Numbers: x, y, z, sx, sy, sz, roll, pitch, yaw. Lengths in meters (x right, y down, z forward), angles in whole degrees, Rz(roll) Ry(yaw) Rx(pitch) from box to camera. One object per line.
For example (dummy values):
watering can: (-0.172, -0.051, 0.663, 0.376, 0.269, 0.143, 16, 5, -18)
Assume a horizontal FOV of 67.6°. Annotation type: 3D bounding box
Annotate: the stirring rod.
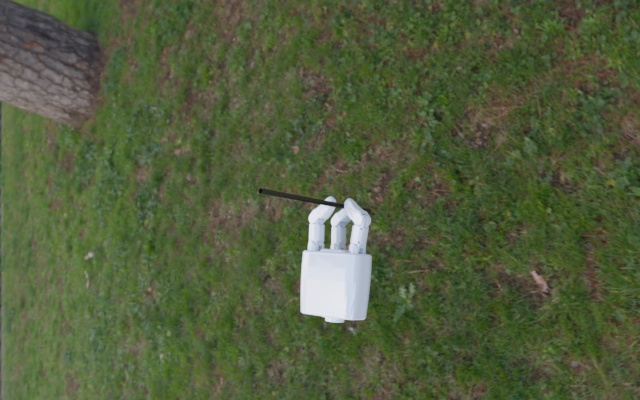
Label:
stirring rod: (0.000, 0.003, 0.771, 0.239, 0.011, 0.011, 11, -7, -43)
